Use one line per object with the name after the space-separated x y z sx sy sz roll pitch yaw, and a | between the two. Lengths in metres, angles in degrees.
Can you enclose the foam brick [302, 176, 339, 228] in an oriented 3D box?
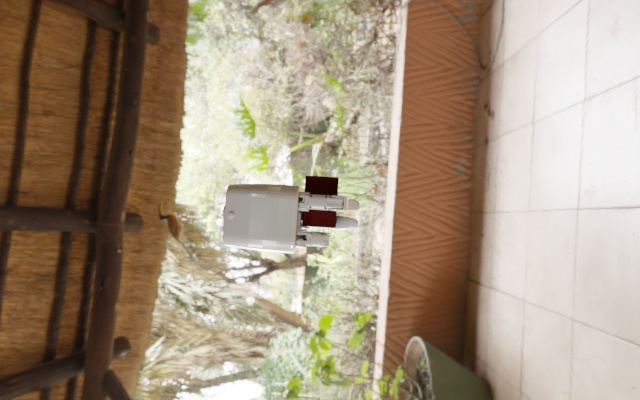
0.000 0.002 0.732 0.051 0.078 0.053 4 -3 2 | foam brick
